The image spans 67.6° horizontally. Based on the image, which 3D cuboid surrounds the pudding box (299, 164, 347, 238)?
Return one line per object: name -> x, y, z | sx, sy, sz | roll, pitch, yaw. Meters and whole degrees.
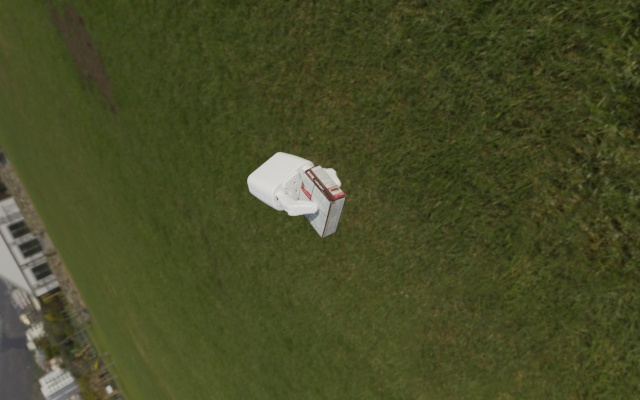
pudding box -> 0.000, 0.003, 0.897 | 0.039, 0.090, 0.114 | -26, -30, -27
